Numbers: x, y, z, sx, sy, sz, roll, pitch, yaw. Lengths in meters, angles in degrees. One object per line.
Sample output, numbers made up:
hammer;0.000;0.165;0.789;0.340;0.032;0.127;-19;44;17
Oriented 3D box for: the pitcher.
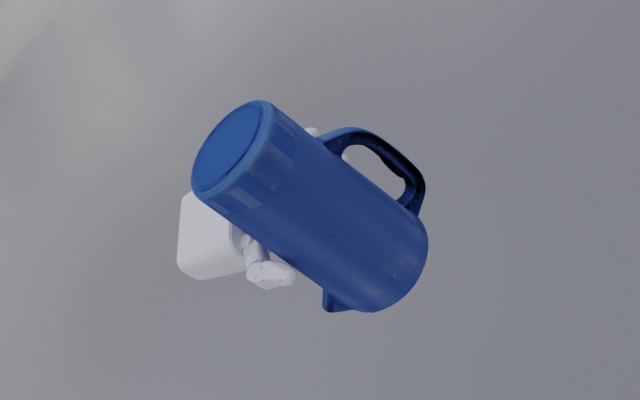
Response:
pitcher;0.000;0.002;0.491;0.145;0.149;0.243;-21;-45;36
